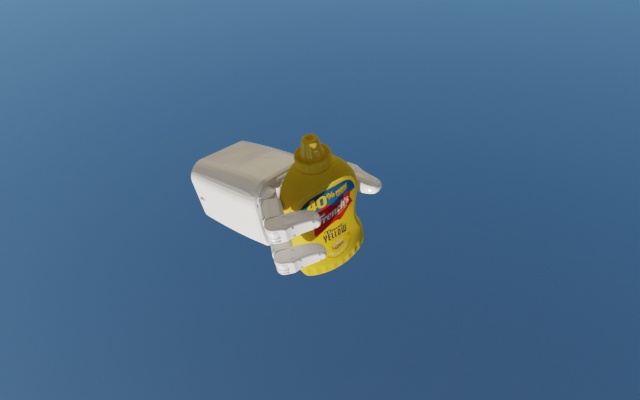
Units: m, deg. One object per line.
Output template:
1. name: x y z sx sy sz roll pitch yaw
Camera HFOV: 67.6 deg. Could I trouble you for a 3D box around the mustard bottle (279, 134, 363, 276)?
1. mustard bottle: 0.000 0.002 0.565 0.096 0.192 0.058 -28 47 -18
